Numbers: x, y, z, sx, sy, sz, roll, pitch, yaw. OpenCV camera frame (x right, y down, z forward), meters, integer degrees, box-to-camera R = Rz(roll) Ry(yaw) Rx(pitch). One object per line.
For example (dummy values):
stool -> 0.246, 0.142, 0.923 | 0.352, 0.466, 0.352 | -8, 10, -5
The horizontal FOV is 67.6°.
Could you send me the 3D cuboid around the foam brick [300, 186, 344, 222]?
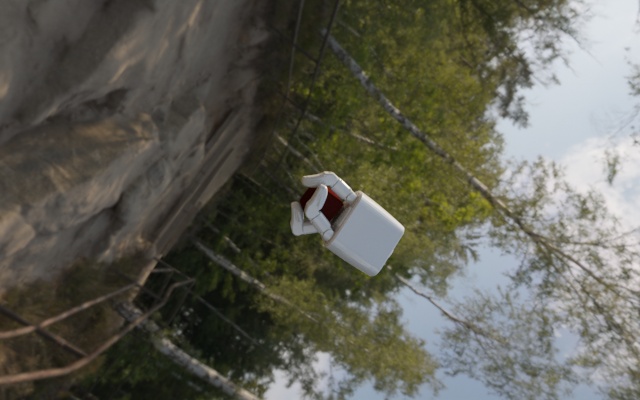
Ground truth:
foam brick -> 0.000, 0.003, 0.853 | 0.051, 0.053, 0.078 | 37, 8, -14
